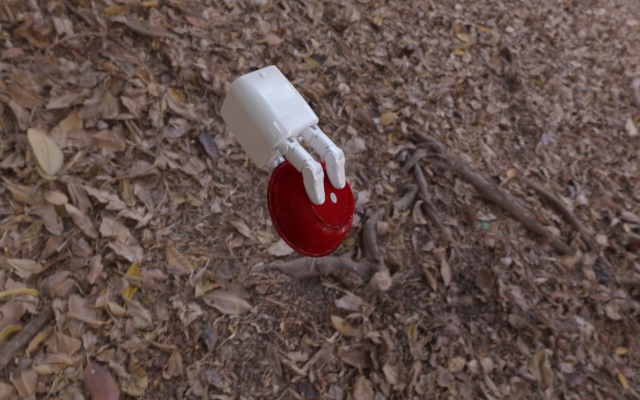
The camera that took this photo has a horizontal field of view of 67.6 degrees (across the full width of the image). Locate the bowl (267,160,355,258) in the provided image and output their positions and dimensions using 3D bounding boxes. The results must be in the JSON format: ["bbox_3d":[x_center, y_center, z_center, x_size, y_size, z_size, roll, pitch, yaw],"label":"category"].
[{"bbox_3d":[0.001,0.003,0.720,0.162,0.162,0.055,0,-15,-43],"label":"bowl"}]
